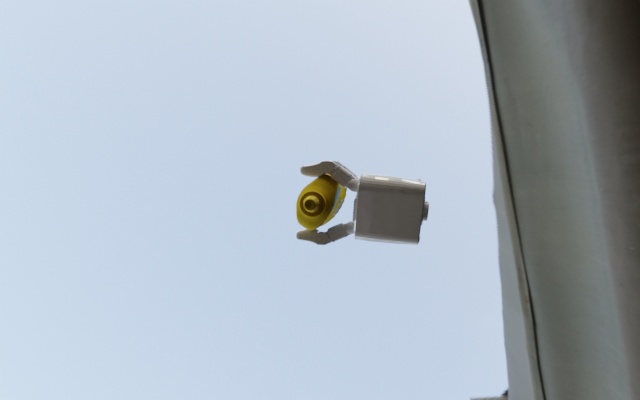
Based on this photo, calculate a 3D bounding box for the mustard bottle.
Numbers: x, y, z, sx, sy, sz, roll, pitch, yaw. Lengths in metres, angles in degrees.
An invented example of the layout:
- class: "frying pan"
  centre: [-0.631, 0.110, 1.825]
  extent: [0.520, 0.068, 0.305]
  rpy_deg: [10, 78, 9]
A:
- class: "mustard bottle"
  centre: [0.000, 0.002, 0.802]
  extent: [0.058, 0.096, 0.191]
  rpy_deg: [31, 7, 6]
